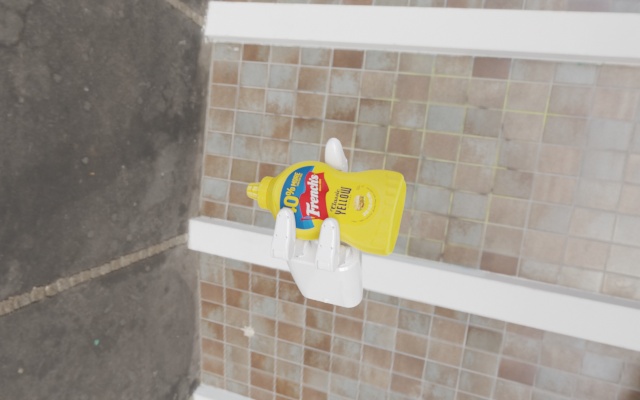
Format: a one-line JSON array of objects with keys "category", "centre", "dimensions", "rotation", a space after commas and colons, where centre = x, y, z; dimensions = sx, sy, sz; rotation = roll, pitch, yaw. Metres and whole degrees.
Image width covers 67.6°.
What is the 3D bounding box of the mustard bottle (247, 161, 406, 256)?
[{"category": "mustard bottle", "centre": [0.000, 0.002, 0.574], "dimensions": [0.191, 0.096, 0.058], "rotation": [10, -13, 19]}]
